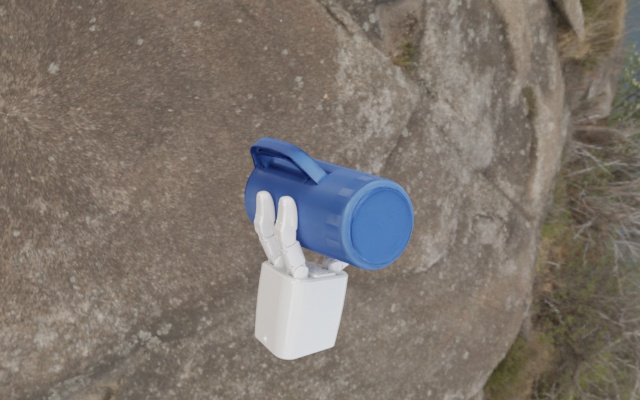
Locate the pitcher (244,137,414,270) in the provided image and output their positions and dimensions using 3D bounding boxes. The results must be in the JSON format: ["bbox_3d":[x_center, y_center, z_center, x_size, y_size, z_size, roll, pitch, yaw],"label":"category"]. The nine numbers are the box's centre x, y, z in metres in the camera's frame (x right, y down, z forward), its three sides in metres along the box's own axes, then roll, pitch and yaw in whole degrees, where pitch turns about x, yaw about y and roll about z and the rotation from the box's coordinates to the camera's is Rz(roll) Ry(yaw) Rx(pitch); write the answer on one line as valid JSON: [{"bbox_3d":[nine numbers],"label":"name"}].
[{"bbox_3d":[0.000,0.002,0.635,0.149,0.145,0.243,7,5,-34],"label":"pitcher"}]
